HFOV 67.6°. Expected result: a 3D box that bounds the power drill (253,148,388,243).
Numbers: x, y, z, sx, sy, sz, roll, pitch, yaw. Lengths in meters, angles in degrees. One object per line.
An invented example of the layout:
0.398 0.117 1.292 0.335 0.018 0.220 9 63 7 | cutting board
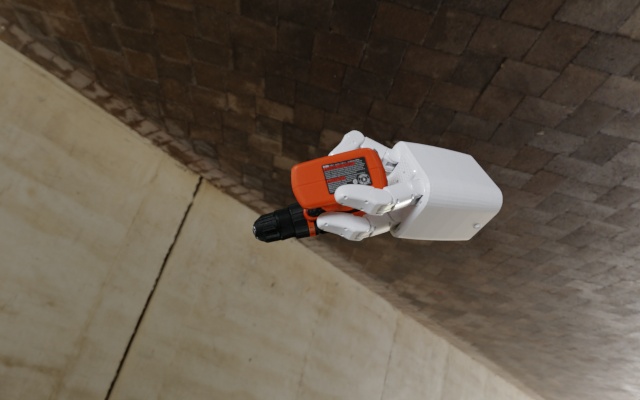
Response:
0.000 0.002 0.602 0.184 0.057 0.188 -16 -13 -8 | power drill
